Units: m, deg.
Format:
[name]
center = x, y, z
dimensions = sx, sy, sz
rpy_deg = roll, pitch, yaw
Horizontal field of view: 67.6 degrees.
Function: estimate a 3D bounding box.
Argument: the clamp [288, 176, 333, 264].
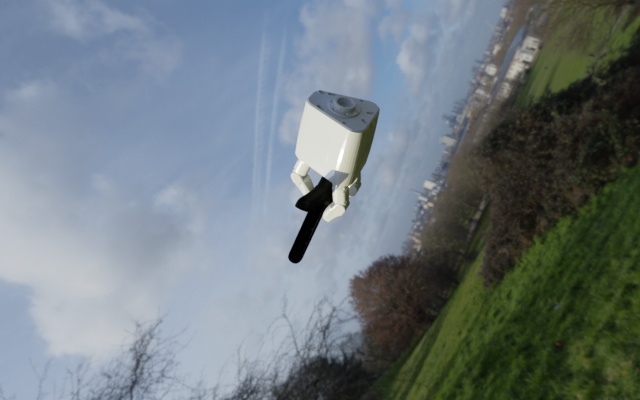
[clamp]
center = 0.000, 0.002, 0.833
dimensions = 0.036, 0.165, 0.210
rpy_deg = 25, 45, 10
